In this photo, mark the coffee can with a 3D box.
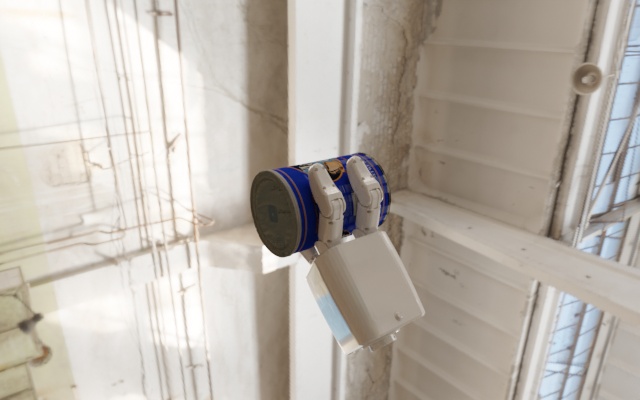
[{"bbox_3d":[0.000,0.002,0.583,0.140,0.103,0.103,-14,8,-34],"label":"coffee can"}]
